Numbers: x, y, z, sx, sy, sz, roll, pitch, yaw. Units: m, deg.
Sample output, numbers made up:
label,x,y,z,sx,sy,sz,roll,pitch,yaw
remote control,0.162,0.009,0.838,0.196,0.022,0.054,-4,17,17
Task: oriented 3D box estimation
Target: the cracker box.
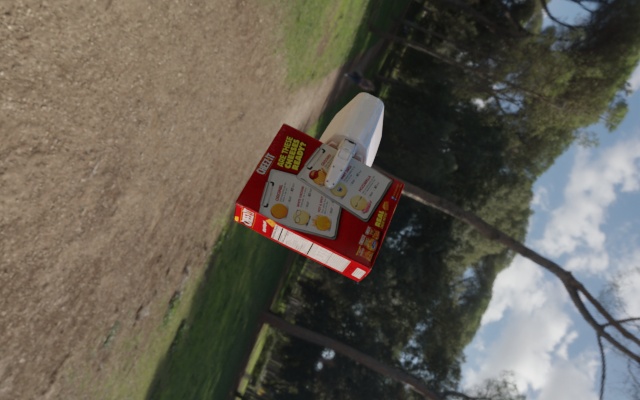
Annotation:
label,x,y,z,sx,sy,sz,roll,pitch,yaw
cracker box,0.000,0.002,0.729,0.213,0.164,0.072,26,-31,0
